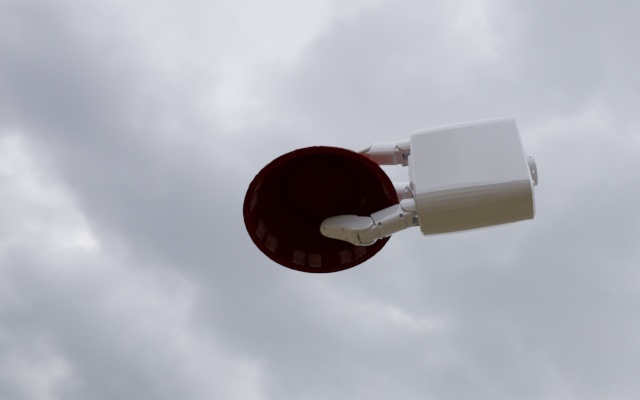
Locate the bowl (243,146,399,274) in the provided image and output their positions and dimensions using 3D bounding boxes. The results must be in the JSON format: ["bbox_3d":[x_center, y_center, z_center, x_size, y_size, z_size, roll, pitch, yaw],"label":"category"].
[{"bbox_3d":[-0.001,0.001,0.514,0.162,0.162,0.055,0,34,-3],"label":"bowl"}]
